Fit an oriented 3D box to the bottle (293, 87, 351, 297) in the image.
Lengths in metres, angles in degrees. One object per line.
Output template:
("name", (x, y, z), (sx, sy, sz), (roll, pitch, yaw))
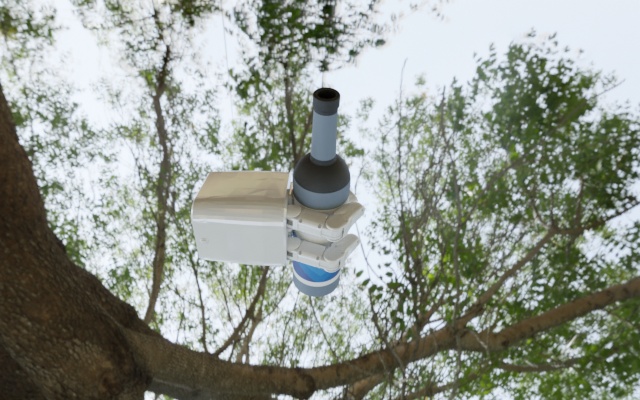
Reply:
("bottle", (0.000, 0.002, 0.572), (0.069, 0.296, 0.069), (2, 43, -2))
